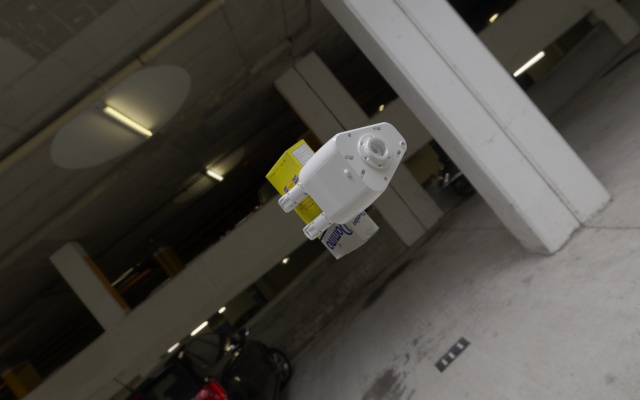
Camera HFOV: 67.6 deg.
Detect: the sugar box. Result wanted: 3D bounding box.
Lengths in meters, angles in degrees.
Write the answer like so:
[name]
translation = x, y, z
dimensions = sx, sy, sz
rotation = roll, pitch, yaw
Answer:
[sugar box]
translation = 0.000, 0.003, 0.731
dimensions = 0.048, 0.176, 0.093
rotation = -38, -3, -34
